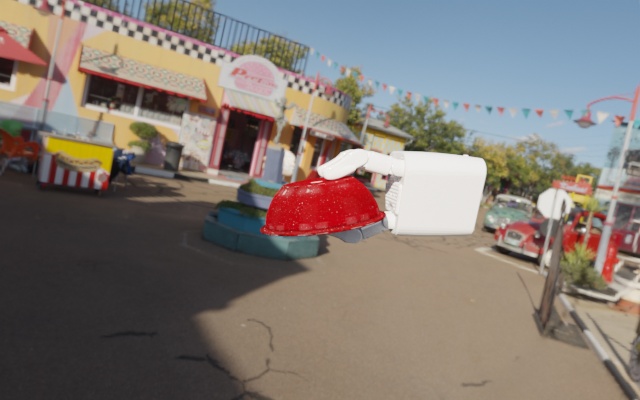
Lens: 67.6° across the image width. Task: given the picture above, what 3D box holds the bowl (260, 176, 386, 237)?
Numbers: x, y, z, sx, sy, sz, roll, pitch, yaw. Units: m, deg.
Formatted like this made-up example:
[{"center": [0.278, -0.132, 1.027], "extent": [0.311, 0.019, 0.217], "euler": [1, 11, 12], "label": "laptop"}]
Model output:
[{"center": [-0.001, 0.002, 0.606], "extent": [0.162, 0.055, 0.162], "euler": [-8, 7, 1], "label": "bowl"}]
